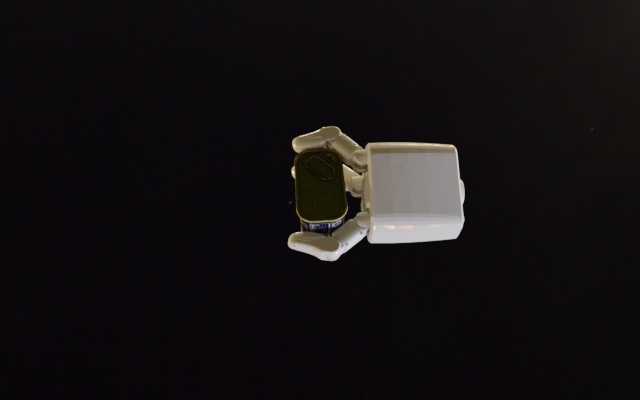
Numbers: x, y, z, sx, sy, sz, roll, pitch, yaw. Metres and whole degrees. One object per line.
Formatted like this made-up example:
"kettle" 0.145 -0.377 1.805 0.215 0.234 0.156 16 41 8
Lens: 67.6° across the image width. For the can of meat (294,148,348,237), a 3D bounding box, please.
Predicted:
"can of meat" 0.000 0.002 0.583 0.057 0.102 0.084 -4 -32 -2
